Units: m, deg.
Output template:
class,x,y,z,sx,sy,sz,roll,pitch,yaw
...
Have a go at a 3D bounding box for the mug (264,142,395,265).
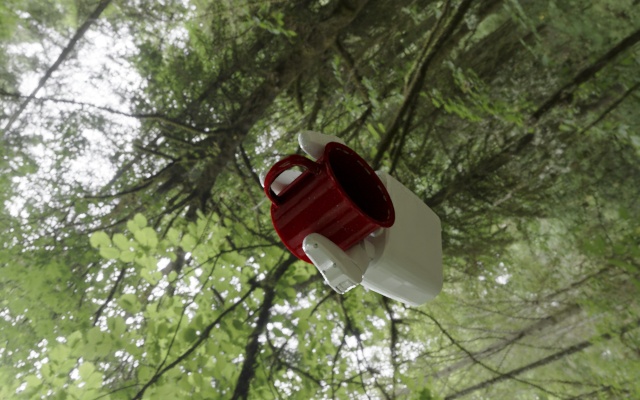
class,x,y,z,sx,sy,sz,roll,pitch,yaw
mug,-0.001,0.001,0.434,0.081,0.093,0.117,-38,-51,26
